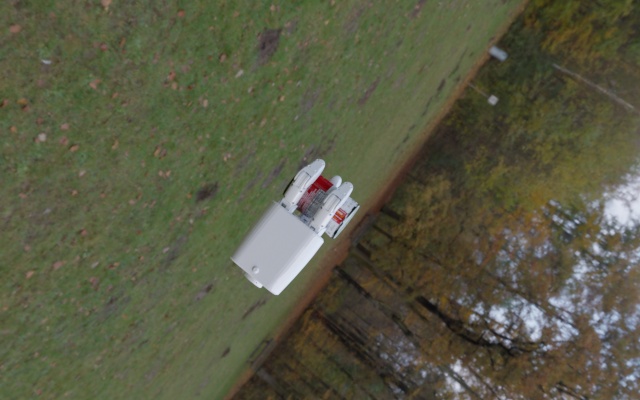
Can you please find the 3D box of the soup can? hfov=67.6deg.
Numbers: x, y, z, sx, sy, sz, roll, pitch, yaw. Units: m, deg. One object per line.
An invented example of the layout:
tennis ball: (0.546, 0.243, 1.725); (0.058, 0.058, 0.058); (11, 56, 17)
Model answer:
soup can: (0.001, 0.002, 0.734); (0.102, 0.068, 0.068); (38, 6, 8)
